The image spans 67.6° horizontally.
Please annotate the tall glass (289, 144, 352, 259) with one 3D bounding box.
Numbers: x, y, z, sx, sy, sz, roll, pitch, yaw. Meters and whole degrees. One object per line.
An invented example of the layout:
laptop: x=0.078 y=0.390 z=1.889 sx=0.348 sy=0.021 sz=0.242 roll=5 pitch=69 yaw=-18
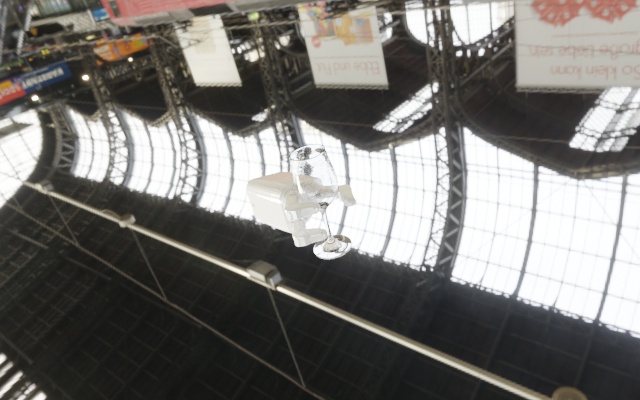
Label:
tall glass: x=0.000 y=0.003 z=0.848 sx=0.079 sy=0.201 sz=0.079 roll=-11 pitch=29 yaw=6
